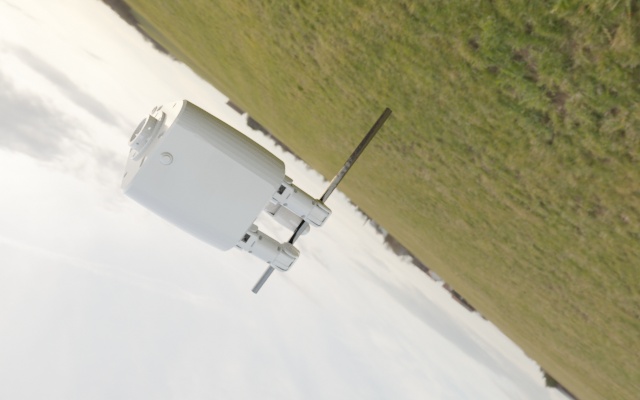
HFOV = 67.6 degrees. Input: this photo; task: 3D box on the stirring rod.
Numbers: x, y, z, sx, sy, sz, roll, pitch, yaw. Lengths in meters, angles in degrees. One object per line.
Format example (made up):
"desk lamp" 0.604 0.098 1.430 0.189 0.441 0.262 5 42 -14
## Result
"stirring rod" 0.000 0.002 0.504 0.011 0.239 0.011 36 4 -3
